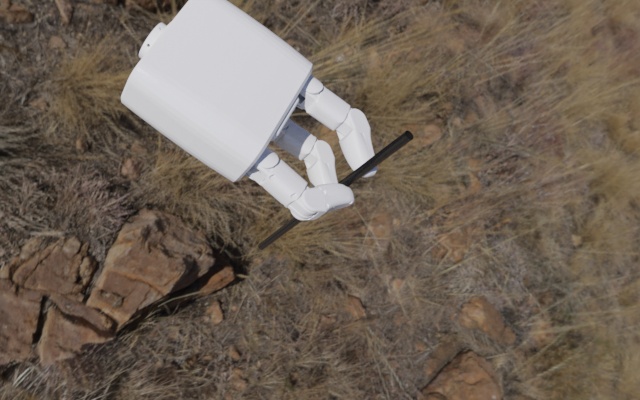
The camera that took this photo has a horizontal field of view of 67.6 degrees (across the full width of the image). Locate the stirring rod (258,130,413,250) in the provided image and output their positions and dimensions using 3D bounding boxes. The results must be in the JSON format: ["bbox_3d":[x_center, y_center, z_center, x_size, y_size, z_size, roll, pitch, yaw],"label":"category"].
[{"bbox_3d":[0.000,0.001,0.439,0.011,0.011,0.240,0,-24,-36],"label":"stirring rod"}]
